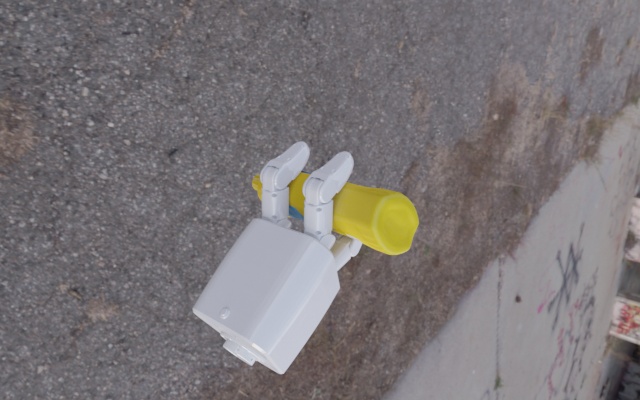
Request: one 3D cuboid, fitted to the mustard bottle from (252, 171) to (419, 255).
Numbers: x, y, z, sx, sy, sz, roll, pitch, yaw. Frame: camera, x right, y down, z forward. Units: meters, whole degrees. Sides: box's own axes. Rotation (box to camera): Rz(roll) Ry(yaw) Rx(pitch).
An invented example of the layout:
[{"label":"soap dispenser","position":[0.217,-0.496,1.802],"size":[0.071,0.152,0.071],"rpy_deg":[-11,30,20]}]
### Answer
[{"label":"mustard bottle","position":[0.000,0.001,0.503],"size":[0.191,0.058,0.096],"rpy_deg":[17,-6,35]}]
